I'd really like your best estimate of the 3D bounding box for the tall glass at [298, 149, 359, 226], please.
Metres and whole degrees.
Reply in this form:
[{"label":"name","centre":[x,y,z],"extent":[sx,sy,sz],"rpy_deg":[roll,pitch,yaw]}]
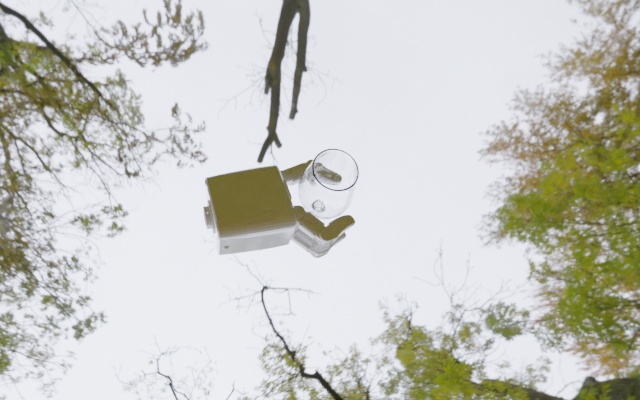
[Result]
[{"label":"tall glass","centre":[0.000,0.002,0.696],"extent":[0.079,0.079,0.201],"rpy_deg":[0,-25,-13]}]
